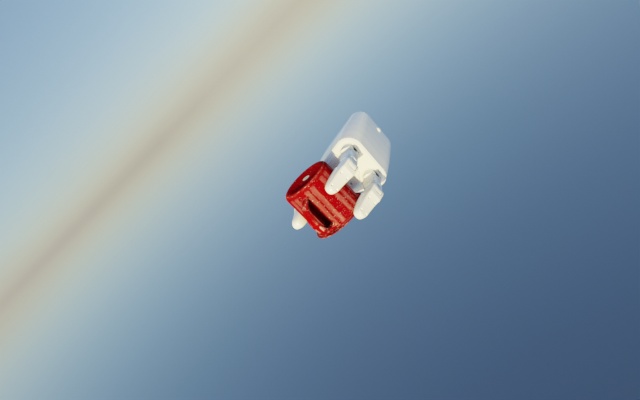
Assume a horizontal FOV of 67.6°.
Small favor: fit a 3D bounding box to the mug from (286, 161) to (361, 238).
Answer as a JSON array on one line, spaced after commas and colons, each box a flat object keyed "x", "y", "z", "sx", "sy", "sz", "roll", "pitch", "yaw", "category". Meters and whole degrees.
[{"x": 0.000, "y": 0.003, "z": 0.702, "sx": 0.093, "sy": 0.081, "sz": 0.117, "roll": -34, "pitch": 20, "yaw": 31, "category": "mug"}]
